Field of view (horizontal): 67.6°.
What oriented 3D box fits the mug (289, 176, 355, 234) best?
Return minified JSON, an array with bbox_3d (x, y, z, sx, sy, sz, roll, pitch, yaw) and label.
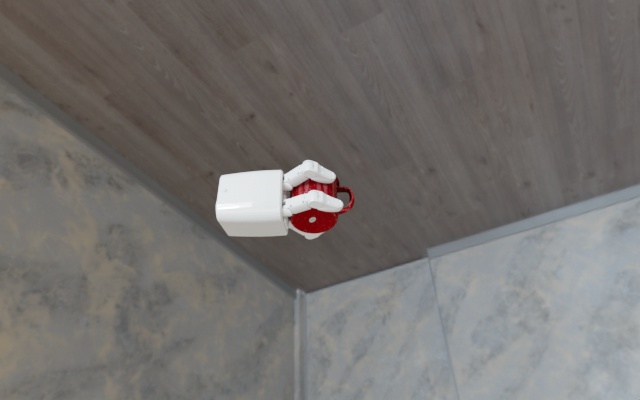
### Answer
[{"bbox_3d":[0.002,0.003,0.823,0.117,0.081,0.093,-3,-39,1],"label":"mug"}]
